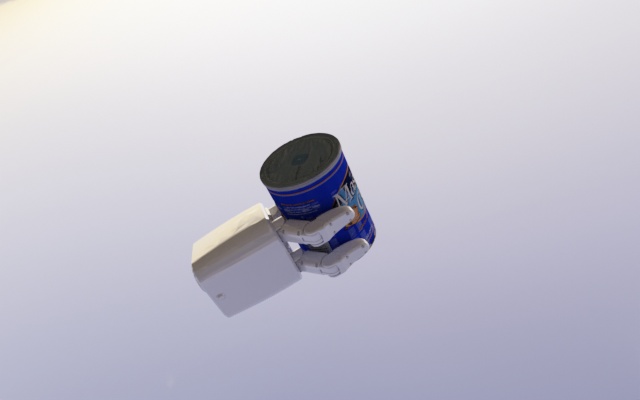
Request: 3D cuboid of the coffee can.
[{"bbox_3d":[0.000,0.002,0.595,0.103,0.140,0.102,-17,36,13],"label":"coffee can"}]
